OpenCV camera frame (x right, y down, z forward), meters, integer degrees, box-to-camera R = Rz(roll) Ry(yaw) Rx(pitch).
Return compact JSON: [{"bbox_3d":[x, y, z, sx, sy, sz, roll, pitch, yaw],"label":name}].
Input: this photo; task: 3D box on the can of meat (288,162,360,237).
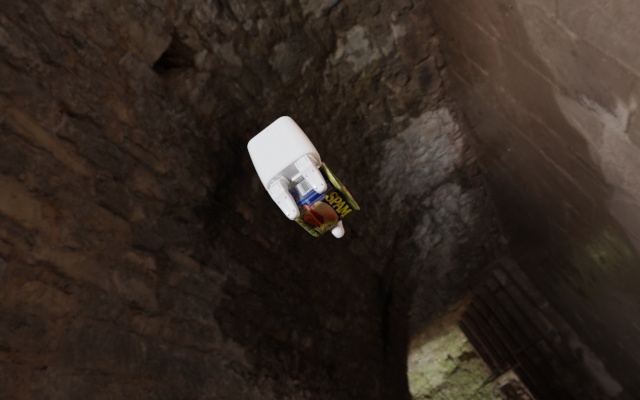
[{"bbox_3d":[0.000,0.003,0.738,0.084,0.057,0.102,-36,-38,6],"label":"can of meat"}]
